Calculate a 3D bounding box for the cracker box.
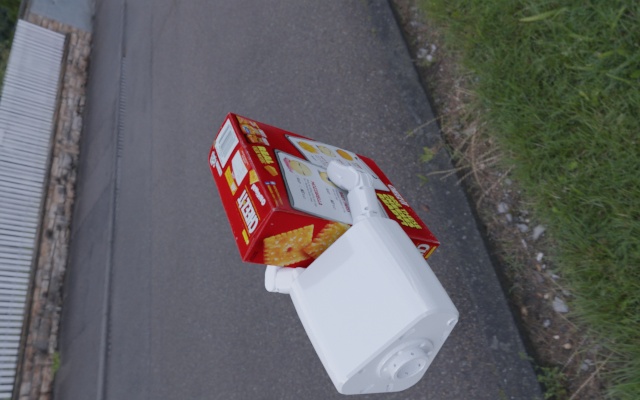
[{"bbox_3d":[0.000,0.002,0.516,0.214,0.072,0.164,14,31,-36],"label":"cracker box"}]
